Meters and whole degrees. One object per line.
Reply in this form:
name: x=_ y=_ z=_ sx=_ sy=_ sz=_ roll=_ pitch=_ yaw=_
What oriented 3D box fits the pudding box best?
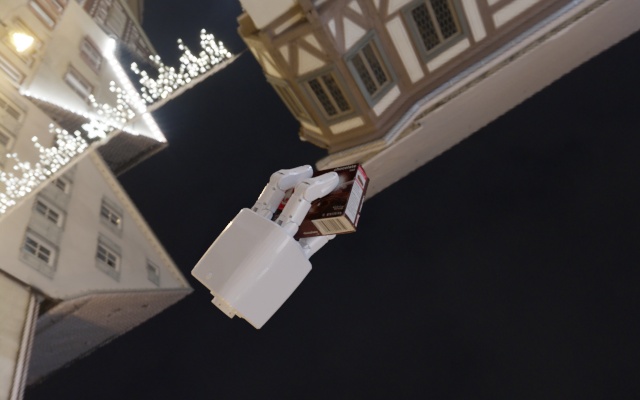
pudding box: x=0.000 y=0.002 z=0.621 sx=0.113 sy=0.090 sz=0.039 roll=-7 pitch=-43 yaw=30
